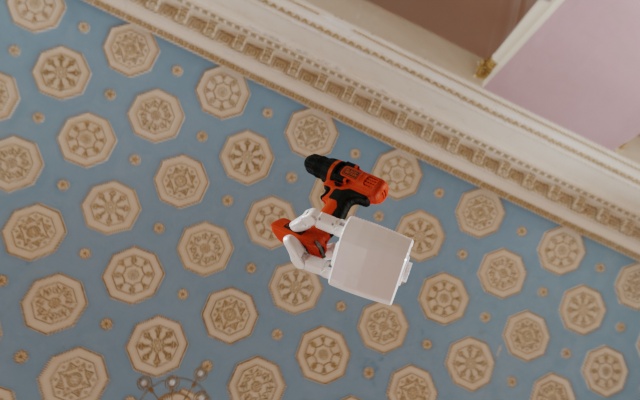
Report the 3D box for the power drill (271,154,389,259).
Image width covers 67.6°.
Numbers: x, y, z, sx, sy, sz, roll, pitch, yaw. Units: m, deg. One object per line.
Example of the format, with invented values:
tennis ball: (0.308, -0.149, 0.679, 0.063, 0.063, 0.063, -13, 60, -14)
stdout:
power drill: (0.000, 0.003, 0.845, 0.184, 0.187, 0.057, 25, -26, 36)
